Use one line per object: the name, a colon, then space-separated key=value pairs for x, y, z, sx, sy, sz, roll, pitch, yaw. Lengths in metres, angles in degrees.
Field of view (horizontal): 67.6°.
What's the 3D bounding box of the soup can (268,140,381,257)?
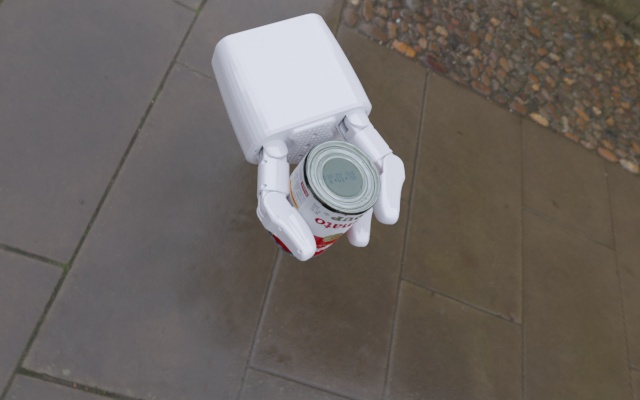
soup can: x=0.000 y=0.002 z=0.412 sx=0.068 sy=0.068 sz=0.102 roll=0 pitch=-25 yaw=-24
